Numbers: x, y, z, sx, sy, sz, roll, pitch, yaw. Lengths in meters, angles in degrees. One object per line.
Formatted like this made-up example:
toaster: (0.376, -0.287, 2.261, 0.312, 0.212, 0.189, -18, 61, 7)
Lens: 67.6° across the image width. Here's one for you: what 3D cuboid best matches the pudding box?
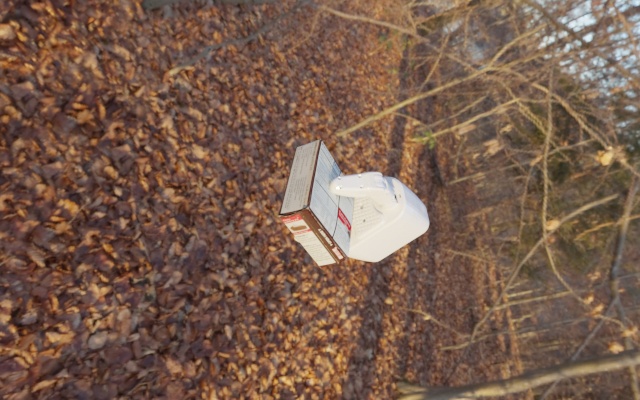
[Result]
pudding box: (0.000, 0.002, 0.523, 0.039, 0.113, 0.090, -19, -51, 24)
